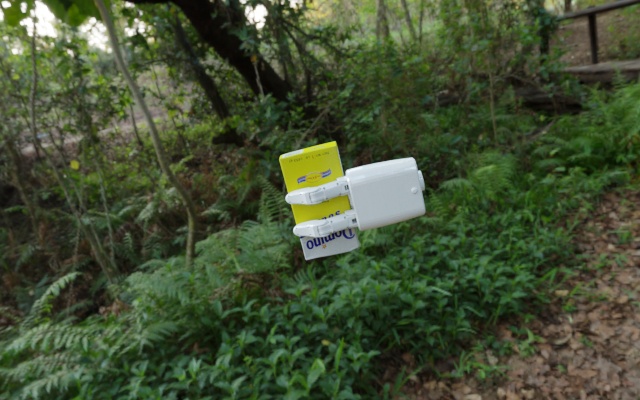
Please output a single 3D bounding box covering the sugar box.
[{"bbox_3d":[0.000,0.003,0.767,0.093,0.176,0.048,-13,15,5],"label":"sugar box"}]
